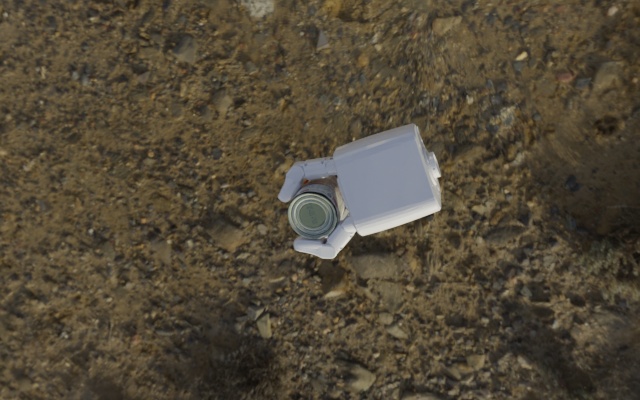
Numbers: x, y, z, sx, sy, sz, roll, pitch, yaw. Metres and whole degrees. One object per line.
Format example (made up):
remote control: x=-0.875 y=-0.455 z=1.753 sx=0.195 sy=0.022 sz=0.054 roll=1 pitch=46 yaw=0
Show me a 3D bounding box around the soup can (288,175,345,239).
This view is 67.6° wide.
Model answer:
soup can: x=0.000 y=0.002 z=0.651 sx=0.068 sy=0.068 sz=0.102 roll=0 pitch=22 yaw=13
